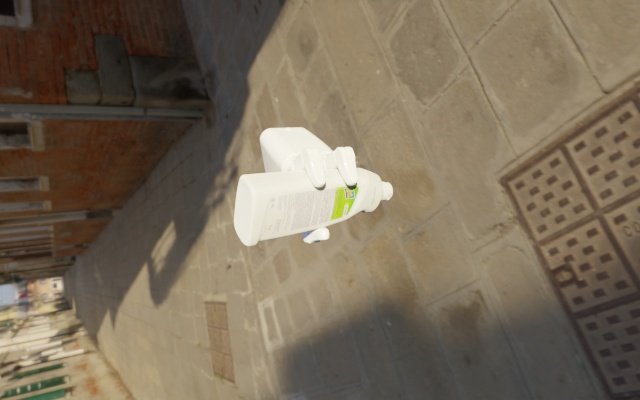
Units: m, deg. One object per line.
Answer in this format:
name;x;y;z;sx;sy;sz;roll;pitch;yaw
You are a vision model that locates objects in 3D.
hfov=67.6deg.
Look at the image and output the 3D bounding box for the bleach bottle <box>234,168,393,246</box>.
bleach bottle;0.000;0.002;0.727;0.251;0.103;0.068;-6;34;-29
